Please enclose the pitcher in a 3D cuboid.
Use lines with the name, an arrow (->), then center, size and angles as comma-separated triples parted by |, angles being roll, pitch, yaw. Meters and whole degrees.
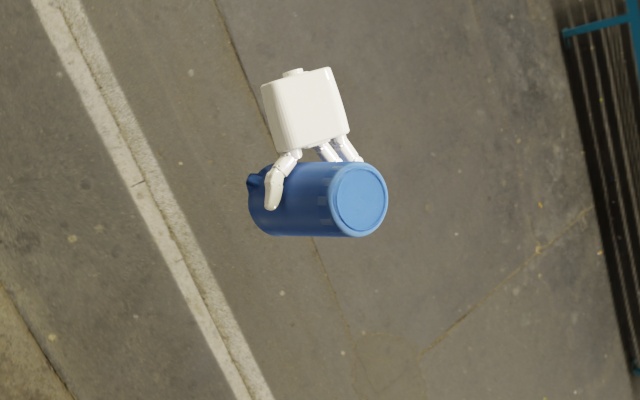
pitcher -> 0.000, 0.002, 0.769 | 0.149, 0.145, 0.243 | -20, 11, -32
